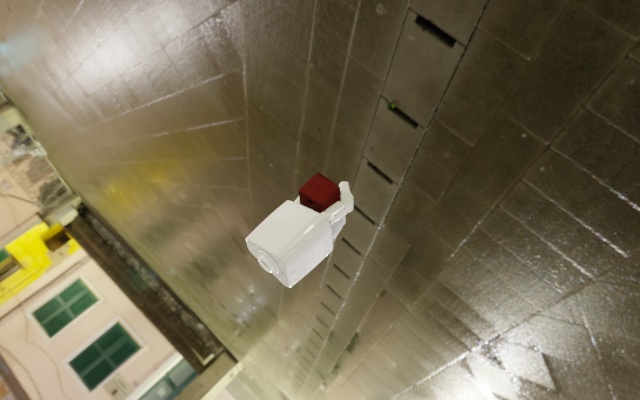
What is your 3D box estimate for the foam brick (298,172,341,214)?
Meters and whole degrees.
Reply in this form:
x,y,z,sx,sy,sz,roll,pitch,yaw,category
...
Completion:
x,y,z,sx,sy,sz,roll,pitch,yaw,category
0.000,0.002,0.832,0.053,0.078,0.051,34,61,28,foam brick
